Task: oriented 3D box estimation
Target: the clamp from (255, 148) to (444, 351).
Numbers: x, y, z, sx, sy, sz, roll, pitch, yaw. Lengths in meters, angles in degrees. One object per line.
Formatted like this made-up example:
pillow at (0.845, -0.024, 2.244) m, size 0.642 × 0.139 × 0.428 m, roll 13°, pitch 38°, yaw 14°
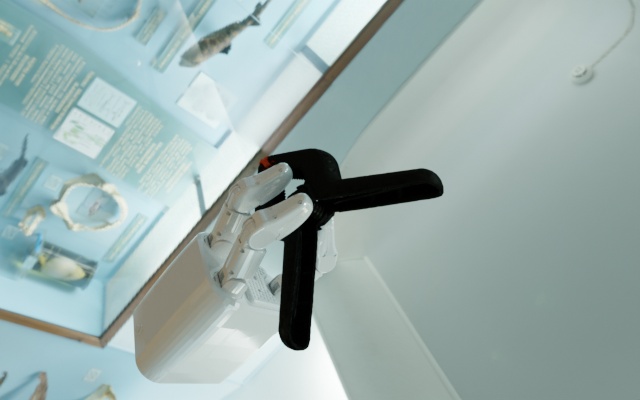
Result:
clamp at (0.000, 0.002, 0.413) m, size 0.036 × 0.164 × 0.210 m, roll 40°, pitch 10°, yaw -37°
